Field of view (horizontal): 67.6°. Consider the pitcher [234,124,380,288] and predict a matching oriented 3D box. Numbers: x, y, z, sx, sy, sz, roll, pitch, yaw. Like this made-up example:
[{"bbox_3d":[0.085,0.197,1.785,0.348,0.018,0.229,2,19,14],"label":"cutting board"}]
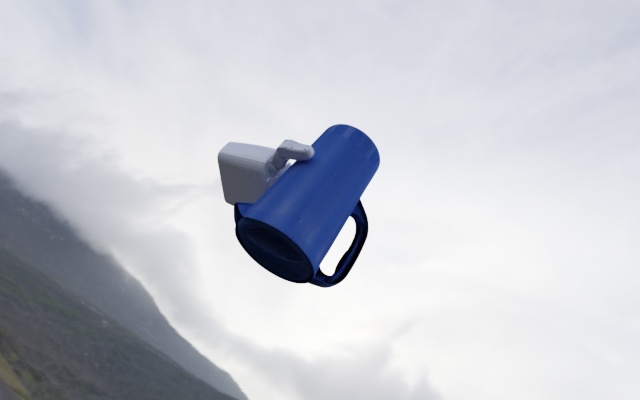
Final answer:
[{"bbox_3d":[0.000,0.002,0.721,0.145,0.149,0.242,14,51,32],"label":"pitcher"}]
